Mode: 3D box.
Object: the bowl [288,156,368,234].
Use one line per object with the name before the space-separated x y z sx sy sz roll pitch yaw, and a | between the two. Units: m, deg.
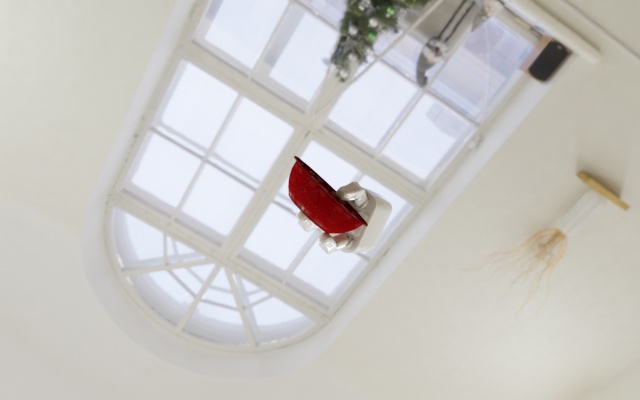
bowl | -0.001 0.002 0.763 0.162 0.055 0.162 44 5 -5
